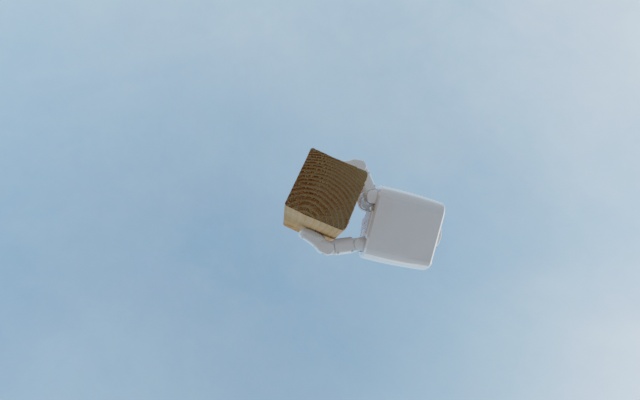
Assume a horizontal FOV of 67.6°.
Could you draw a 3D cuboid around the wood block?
[{"bbox_3d":[0.000,0.003,0.742,0.090,0.091,0.206,24,-12,0],"label":"wood block"}]
